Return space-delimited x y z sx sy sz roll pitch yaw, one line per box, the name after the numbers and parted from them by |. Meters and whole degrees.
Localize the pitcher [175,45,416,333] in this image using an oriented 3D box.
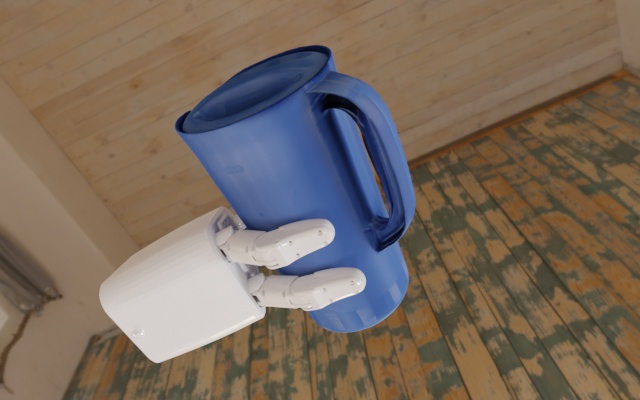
0.000 0.001 0.415 0.145 0.243 0.149 -26 30 2 | pitcher
